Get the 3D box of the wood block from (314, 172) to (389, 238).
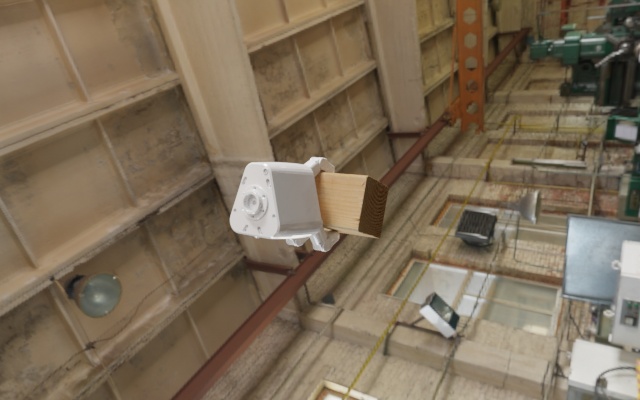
[{"bbox_3d":[0.000,0.002,0.820,0.206,0.091,0.090,7,-7,32],"label":"wood block"}]
